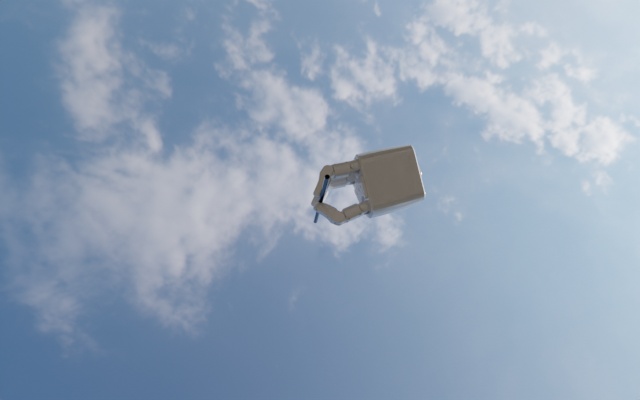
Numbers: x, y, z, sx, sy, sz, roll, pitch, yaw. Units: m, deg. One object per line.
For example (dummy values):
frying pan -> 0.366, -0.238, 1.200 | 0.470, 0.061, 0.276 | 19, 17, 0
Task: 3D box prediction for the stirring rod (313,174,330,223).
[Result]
stirring rod -> 0.000, 0.003, 0.849 | 0.011, 0.011, 0.240 | 0, -19, -5
